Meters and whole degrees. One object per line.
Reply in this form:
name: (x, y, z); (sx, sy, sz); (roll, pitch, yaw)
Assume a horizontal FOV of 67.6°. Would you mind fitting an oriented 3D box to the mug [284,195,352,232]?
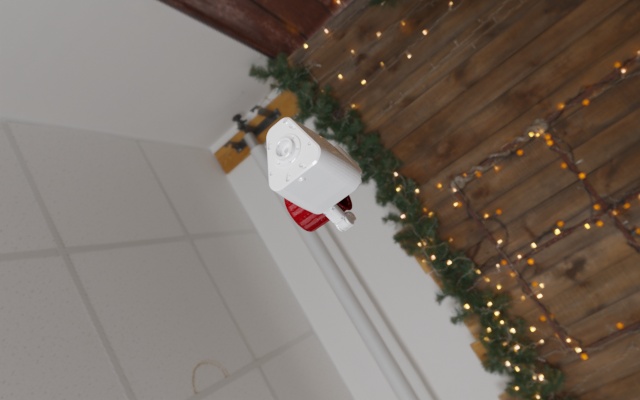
mug: (0.001, 0.003, 0.810); (0.081, 0.093, 0.117); (-36, -35, 19)
